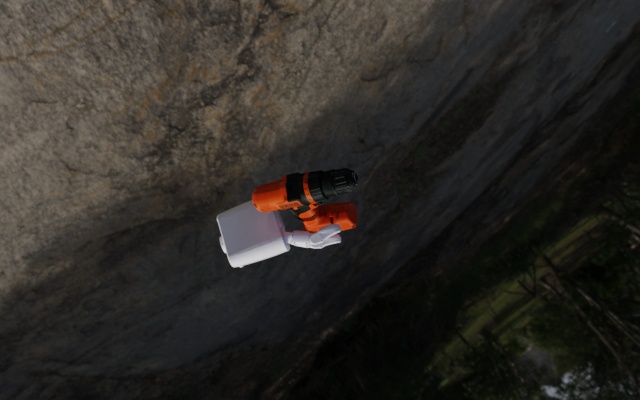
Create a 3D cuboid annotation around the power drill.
[{"bbox_3d":[0.000,0.003,0.840,0.184,0.057,0.188,-10,-24,21],"label":"power drill"}]
